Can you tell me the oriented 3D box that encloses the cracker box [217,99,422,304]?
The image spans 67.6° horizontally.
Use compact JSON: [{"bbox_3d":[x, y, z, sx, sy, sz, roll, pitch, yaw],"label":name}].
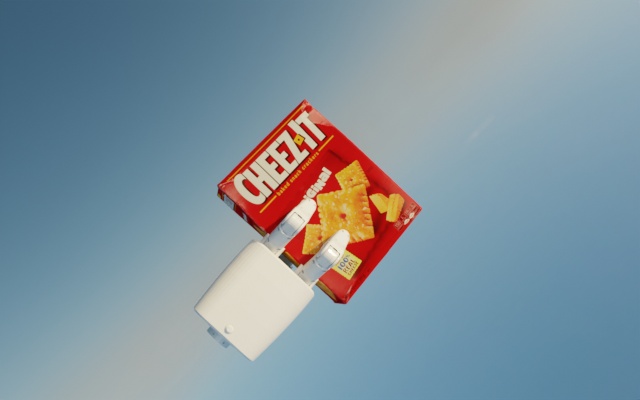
[{"bbox_3d":[0.000,0.002,0.618,0.214,0.164,0.072,43,-16,-2],"label":"cracker box"}]
